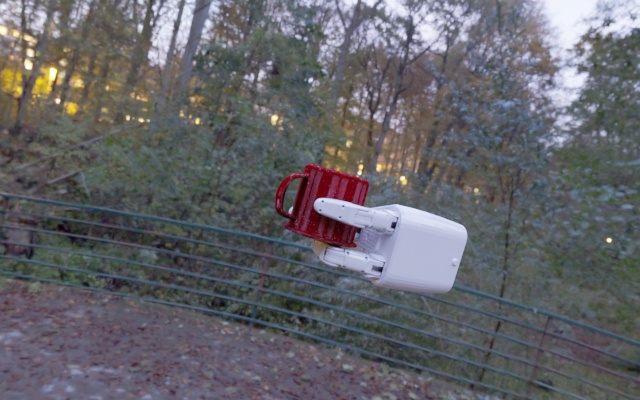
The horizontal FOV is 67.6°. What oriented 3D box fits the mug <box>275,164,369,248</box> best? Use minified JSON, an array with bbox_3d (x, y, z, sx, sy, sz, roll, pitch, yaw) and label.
[{"bbox_3d":[-0.001,0.001,0.571,0.117,0.081,0.093,15,3,-29],"label":"mug"}]
